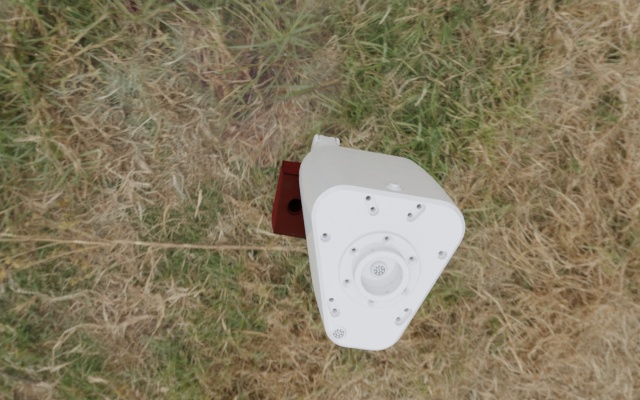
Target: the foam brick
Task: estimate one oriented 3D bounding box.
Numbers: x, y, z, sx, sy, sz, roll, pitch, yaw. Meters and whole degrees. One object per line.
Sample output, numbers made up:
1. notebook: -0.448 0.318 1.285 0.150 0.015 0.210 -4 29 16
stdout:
1. foam brick: 0.000 0.001 0.407 0.078 0.053 0.051 9 17 -7
